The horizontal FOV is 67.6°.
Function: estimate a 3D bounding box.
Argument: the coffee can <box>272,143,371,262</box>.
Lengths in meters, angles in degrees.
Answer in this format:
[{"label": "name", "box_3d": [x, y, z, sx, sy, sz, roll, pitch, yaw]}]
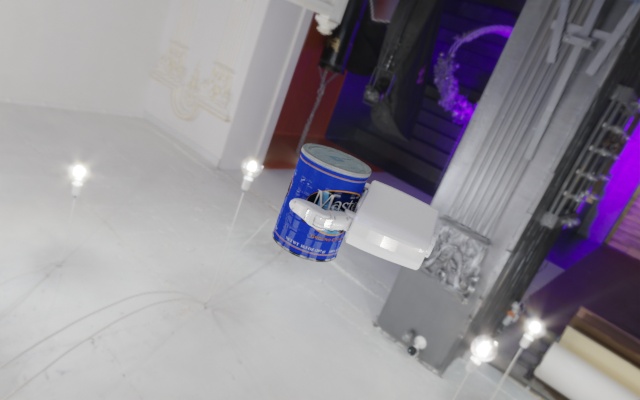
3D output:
[{"label": "coffee can", "box_3d": [0.000, 0.002, 0.687, 0.103, 0.140, 0.102, 19, 18, -7]}]
